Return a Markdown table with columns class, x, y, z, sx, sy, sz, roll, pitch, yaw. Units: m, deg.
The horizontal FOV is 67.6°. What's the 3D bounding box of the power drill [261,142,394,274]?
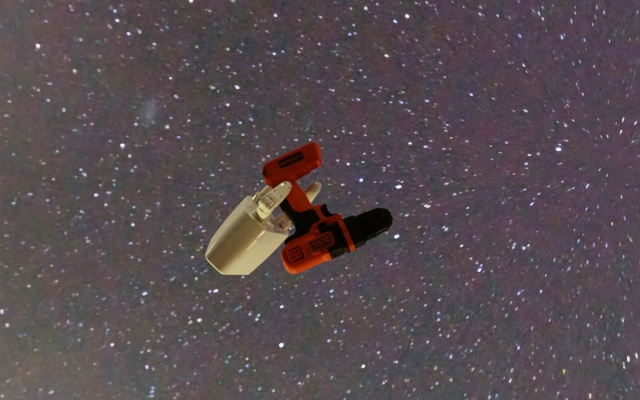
| class | x | y | z | sx | sy | sz | roll | pitch | yaw |
| --- | --- | --- | --- | --- | --- | --- | --- | --- | --- |
| power drill | 0.000 | 0.002 | 0.762 | 0.184 | 0.187 | 0.057 | -24 | -22 | -3 |
